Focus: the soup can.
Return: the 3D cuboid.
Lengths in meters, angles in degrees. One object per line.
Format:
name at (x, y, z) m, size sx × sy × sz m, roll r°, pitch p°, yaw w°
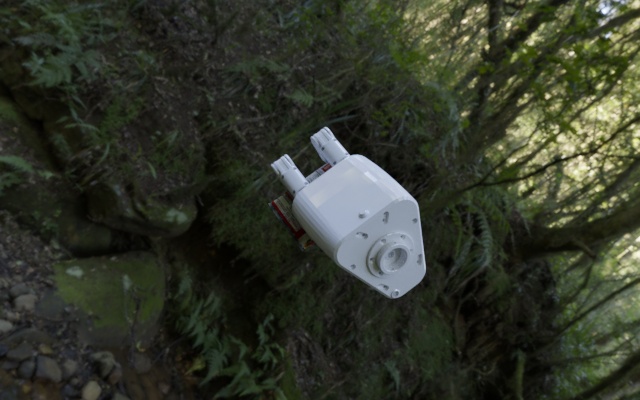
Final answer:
soup can at (0.000, 0.002, 0.557) m, size 0.102 × 0.068 × 0.068 m, roll -36°, pitch 3°, yaw -4°
